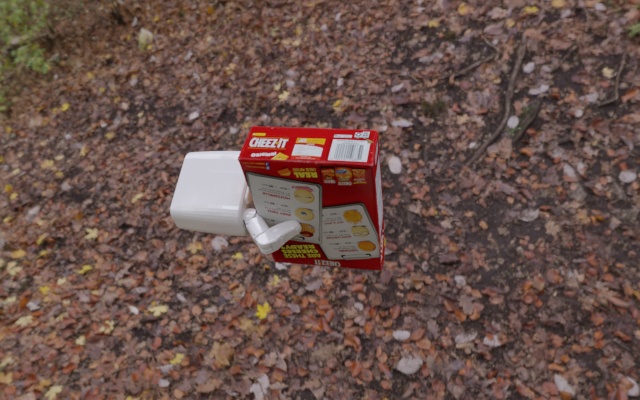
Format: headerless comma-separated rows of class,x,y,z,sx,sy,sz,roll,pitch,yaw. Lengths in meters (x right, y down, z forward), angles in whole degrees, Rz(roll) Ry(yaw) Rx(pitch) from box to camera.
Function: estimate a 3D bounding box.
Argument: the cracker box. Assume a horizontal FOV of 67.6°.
cracker box,0.000,0.002,0.639,0.164,0.072,0.214,3,-40,13
